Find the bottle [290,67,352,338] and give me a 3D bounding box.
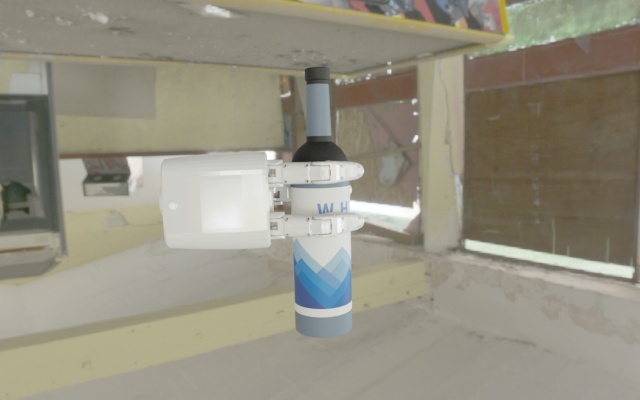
[{"bbox_3d":[0.000,0.002,0.540,0.069,0.296,0.069,-1,7,0],"label":"bottle"}]
